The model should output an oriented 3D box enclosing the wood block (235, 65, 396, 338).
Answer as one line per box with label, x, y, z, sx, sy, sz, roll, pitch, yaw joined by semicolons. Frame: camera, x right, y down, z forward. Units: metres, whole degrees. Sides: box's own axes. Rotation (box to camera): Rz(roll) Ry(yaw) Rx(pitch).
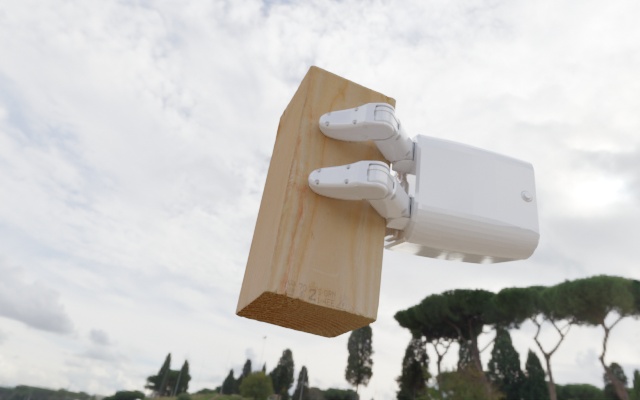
wood block;0.000;0.001;0.415;0.090;0.206;0.091;18;-30;-16
